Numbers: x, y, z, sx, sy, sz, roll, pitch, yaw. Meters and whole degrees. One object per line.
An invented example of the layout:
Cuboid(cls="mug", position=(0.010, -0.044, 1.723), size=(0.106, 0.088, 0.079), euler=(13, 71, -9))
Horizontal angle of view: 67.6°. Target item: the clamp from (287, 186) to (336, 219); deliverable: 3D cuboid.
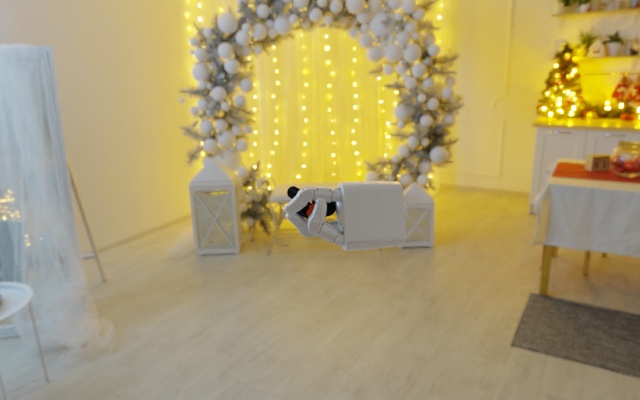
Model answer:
Cuboid(cls="clamp", position=(0.000, 0.002, 0.892), size=(0.120, 0.039, 0.171), euler=(-3, 16, -5))
